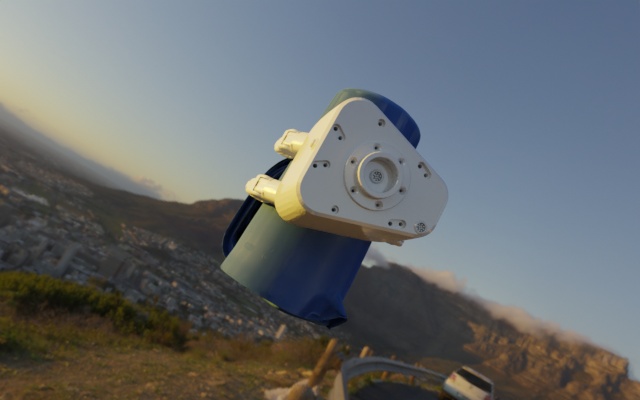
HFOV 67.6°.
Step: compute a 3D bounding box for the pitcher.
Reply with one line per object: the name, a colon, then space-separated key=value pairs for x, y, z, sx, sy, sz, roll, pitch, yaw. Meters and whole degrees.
pitcher: x=0.000 y=0.002 z=0.524 sx=0.149 sy=0.243 sz=0.145 roll=31 pitch=-9 yaw=-6
